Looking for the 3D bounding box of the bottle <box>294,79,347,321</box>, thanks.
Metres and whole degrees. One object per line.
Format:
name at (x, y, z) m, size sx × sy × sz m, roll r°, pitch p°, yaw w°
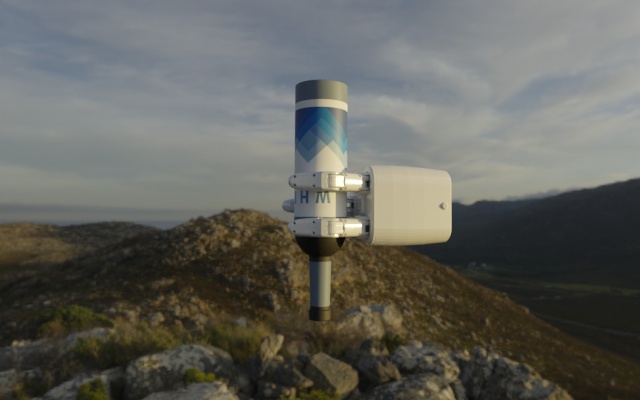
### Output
bottle at (0.000, 0.002, 0.604) m, size 0.069 × 0.295 × 0.069 m, roll 0°, pitch -2°, yaw 0°
